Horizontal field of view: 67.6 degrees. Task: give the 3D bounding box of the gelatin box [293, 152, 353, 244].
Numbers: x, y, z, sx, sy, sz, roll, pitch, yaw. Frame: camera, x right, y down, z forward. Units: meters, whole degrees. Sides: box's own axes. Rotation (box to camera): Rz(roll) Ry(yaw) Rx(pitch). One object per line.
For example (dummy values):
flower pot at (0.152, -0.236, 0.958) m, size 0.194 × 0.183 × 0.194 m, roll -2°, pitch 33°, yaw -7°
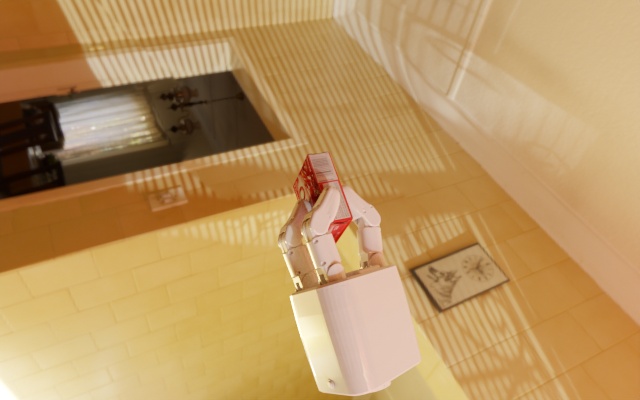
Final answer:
gelatin box at (0.000, 0.001, 0.540) m, size 0.030 × 0.089 × 0.073 m, roll -9°, pitch -24°, yaw -22°
